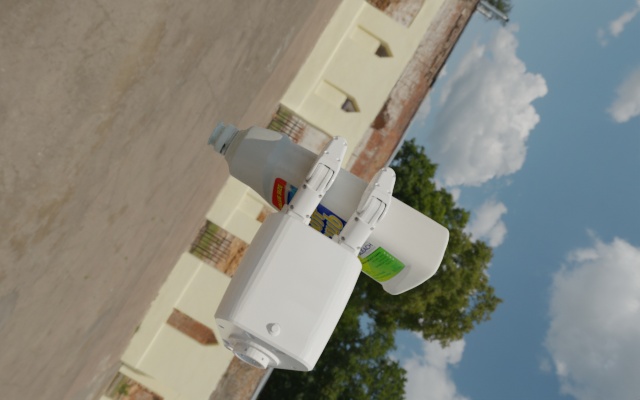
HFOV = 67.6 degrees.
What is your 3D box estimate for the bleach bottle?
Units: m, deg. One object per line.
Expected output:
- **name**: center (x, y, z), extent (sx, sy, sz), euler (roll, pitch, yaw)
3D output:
- **bleach bottle**: center (0.000, 0.002, 0.488), extent (0.251, 0.068, 0.103), euler (31, -30, -6)
